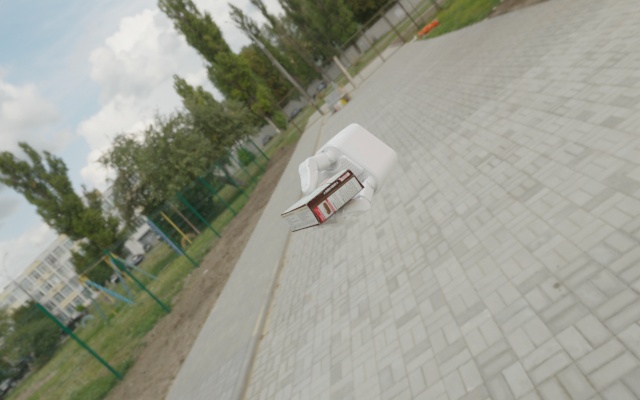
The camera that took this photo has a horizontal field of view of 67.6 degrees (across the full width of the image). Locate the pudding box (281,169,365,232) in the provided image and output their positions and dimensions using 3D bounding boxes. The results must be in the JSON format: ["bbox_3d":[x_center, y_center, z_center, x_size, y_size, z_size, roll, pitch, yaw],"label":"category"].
[{"bbox_3d":[0.000,0.002,0.698,0.090,0.039,0.113,-40,6,-23],"label":"pudding box"}]
